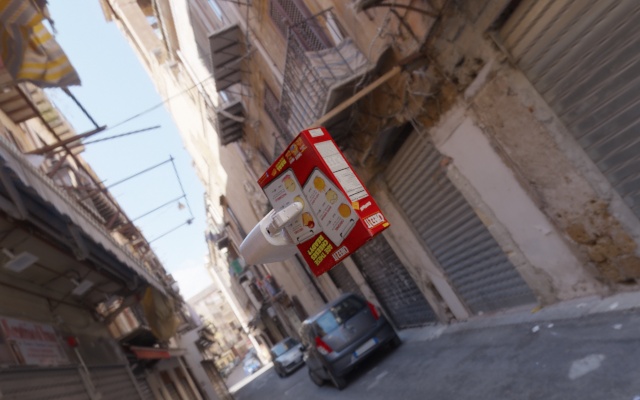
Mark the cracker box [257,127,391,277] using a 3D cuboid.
[{"bbox_3d":[0.000,0.003,0.849,0.072,0.213,0.164,-22,-15,-47],"label":"cracker box"}]
